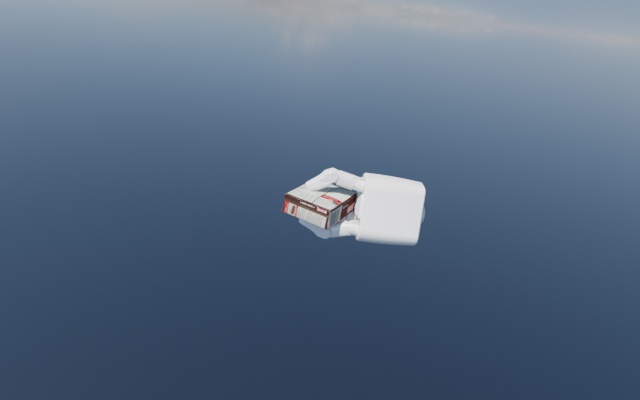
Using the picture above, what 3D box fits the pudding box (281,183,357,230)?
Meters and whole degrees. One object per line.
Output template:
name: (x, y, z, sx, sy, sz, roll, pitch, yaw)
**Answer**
pudding box: (0.000, 0.003, 0.828, 0.090, 0.039, 0.113, 20, 24, 21)
